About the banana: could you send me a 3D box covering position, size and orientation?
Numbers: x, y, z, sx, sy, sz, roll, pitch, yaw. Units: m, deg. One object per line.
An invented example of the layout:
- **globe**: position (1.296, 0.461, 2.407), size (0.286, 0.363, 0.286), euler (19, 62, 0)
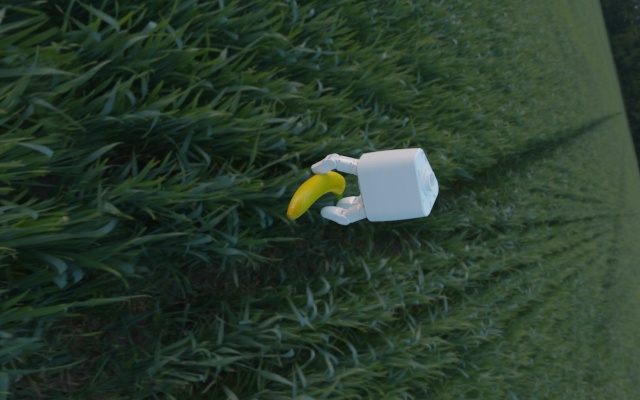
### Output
- **banana**: position (0.001, -0.016, 0.869), size (0.037, 0.069, 0.198), euler (2, 10, 31)
